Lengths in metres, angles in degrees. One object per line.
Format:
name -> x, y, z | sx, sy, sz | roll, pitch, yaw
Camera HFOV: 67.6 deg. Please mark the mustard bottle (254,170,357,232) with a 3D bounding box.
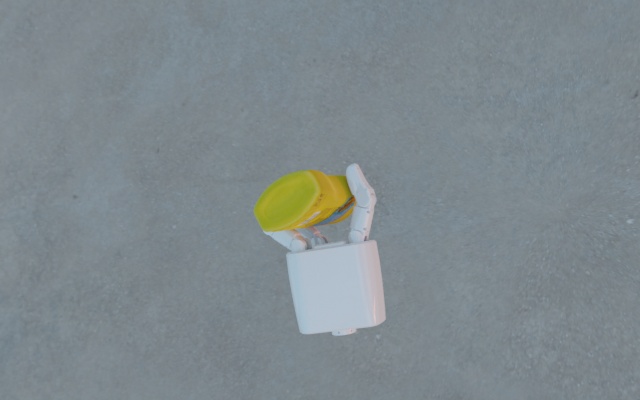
mustard bottle -> 0.000, 0.002, 0.640 | 0.096, 0.058, 0.191 | -36, -16, 22
